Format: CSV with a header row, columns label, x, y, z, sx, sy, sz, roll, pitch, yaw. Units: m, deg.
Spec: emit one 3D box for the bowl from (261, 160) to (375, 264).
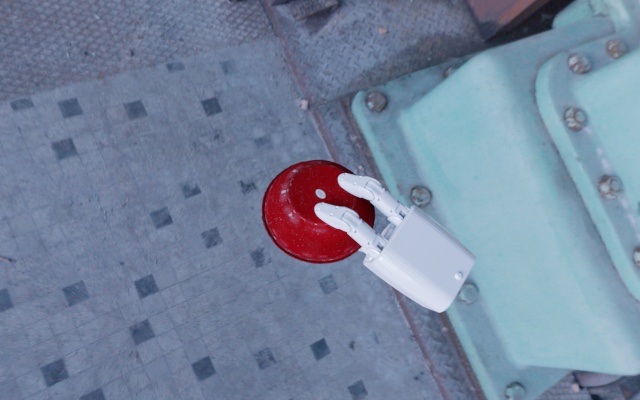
label,x,y,z,sx,sy,sz,roll,pitch,yaw
bowl,-0.001,0.001,0.652,0.162,0.162,0.055,0,-26,-6
